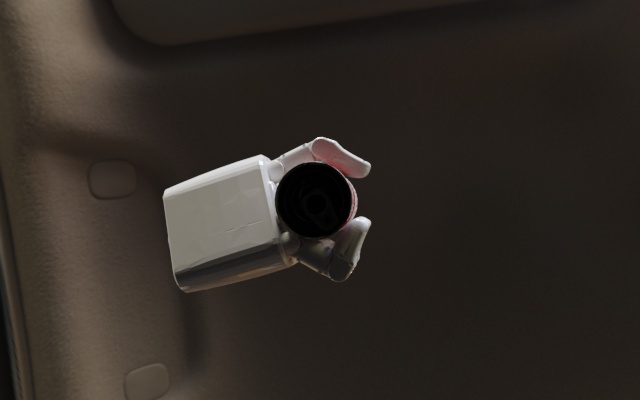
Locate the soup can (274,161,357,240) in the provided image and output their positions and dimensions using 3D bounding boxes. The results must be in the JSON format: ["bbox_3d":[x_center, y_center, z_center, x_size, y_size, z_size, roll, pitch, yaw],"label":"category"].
[{"bbox_3d":[0.001,0.001,0.460,0.068,0.068,0.102,0,-1,7],"label":"soup can"}]
